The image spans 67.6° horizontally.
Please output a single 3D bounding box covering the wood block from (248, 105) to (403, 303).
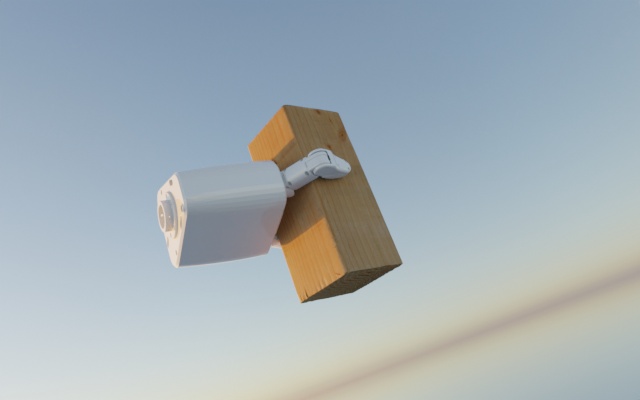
[{"bbox_3d":[0.000,0.002,0.558,0.090,0.206,0.091,-1,-28,-42],"label":"wood block"}]
